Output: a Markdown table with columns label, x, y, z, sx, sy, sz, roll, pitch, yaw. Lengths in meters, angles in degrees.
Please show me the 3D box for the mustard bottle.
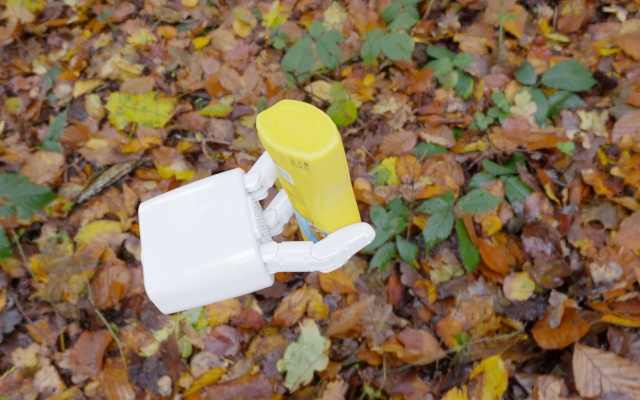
| label | x | y | z | sx | sy | sz | roll | pitch | yaw |
| --- | --- | --- | --- | --- | --- | --- | --- | --- | --- |
| mustard bottle | 0.000 | 0.001 | 0.465 | 0.058 | 0.192 | 0.096 | -35 | 46 | -16 |
